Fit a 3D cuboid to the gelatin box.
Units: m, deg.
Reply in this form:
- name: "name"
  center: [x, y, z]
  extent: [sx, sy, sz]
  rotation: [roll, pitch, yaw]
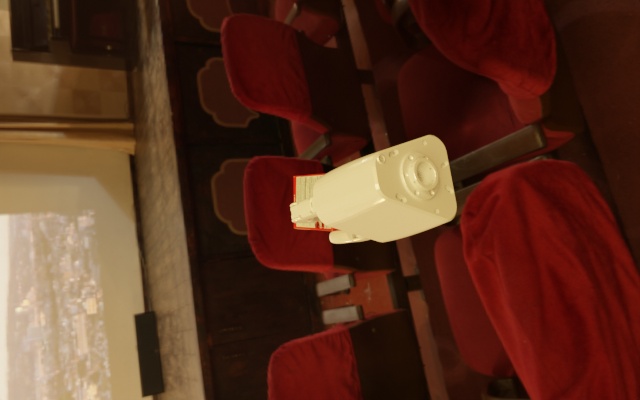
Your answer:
- name: "gelatin box"
  center: [0.000, 0.002, 0.631]
  extent: [0.030, 0.073, 0.089]
  rotation: [-1, 0, -38]
